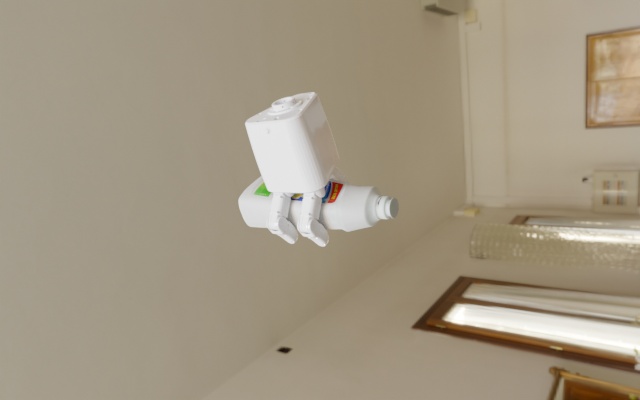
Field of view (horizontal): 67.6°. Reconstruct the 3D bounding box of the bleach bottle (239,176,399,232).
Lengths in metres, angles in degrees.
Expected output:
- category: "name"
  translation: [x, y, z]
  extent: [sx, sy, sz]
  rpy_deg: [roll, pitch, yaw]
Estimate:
- category: "bleach bottle"
  translation: [0.000, 0.002, 0.712]
  extent: [0.251, 0.068, 0.102]
  rpy_deg: [2, 32, 35]
